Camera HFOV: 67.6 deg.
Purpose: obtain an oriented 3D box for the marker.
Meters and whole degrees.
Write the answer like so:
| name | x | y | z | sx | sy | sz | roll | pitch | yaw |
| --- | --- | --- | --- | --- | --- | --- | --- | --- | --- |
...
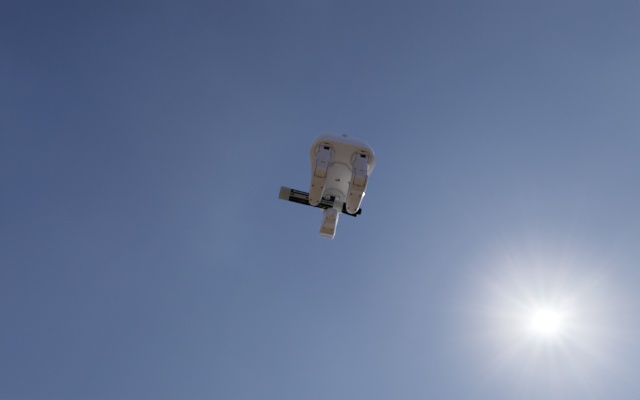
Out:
| name | x | y | z | sx | sy | sz | roll | pitch | yaw |
| --- | --- | --- | --- | --- | --- | --- | --- | --- | --- |
| marker | 0.000 | 0.002 | 0.689 | 0.121 | 0.020 | 0.020 | 13 | -1 | -2 |
